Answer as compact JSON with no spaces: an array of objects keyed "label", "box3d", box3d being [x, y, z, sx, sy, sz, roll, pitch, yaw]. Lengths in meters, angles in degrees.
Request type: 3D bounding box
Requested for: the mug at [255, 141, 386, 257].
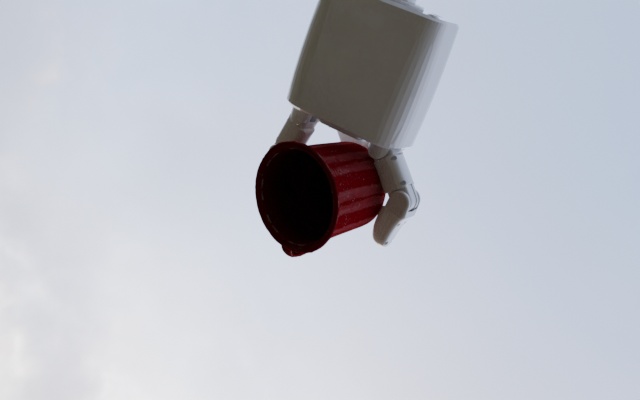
[{"label":"mug","box3d":[0.000,0.003,0.424,0.093,0.117,0.081,36,31,29]}]
